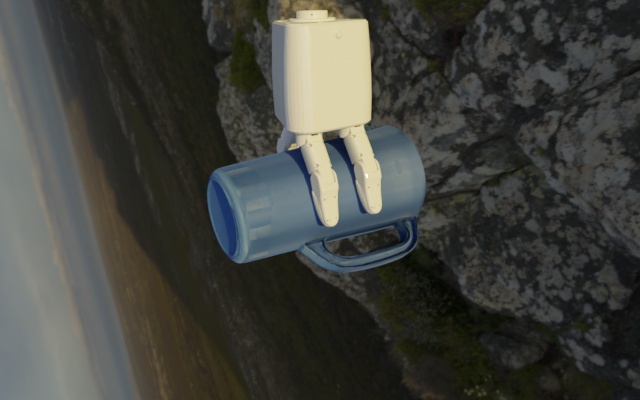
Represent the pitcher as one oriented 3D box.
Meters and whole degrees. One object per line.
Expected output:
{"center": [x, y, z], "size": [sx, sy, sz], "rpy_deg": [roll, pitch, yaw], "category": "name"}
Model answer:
{"center": [0.000, 0.002, 0.572], "size": [0.243, 0.145, 0.149], "rpy_deg": [-15, 28, -28], "category": "pitcher"}
